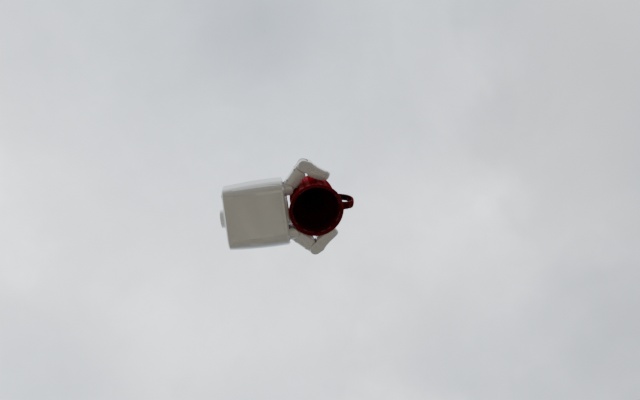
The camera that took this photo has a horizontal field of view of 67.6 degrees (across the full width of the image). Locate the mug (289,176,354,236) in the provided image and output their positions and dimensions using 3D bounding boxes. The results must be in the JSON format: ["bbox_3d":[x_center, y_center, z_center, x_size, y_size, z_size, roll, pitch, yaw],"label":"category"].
[{"bbox_3d":[0.002,0.002,0.837,0.117,0.093,0.081,-6,20,-6],"label":"mug"}]
